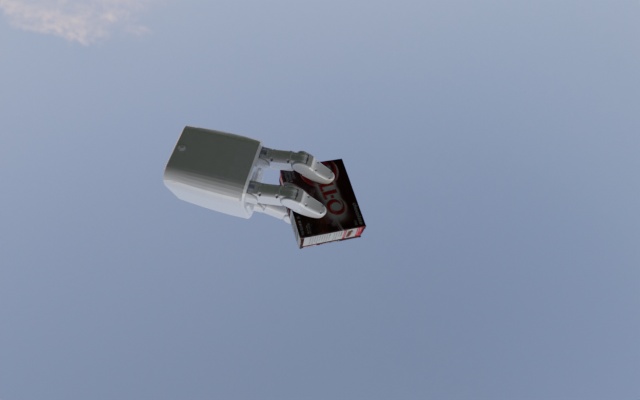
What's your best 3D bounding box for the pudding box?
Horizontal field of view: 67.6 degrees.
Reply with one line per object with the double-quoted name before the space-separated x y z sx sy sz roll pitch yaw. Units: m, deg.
"pudding box" 0.000 0.002 0.640 0.090 0.113 0.039 -10 -27 -14
